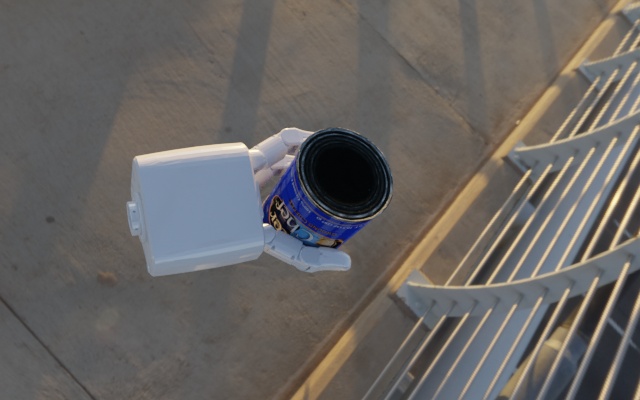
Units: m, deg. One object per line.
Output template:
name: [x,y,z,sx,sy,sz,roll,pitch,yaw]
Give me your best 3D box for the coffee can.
coffee can: [0.000,0.002,0.516,0.103,0.102,0.140,0,-24,-23]
